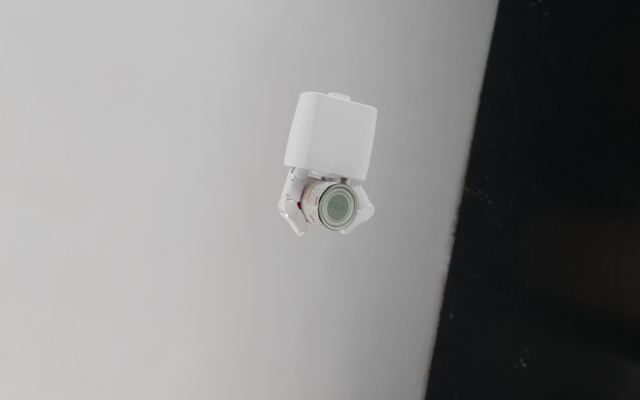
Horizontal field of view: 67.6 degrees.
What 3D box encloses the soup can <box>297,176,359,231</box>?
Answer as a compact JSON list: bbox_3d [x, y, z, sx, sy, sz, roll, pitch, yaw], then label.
[{"bbox_3d":[0.000,0.003,0.690,0.068,0.068,0.102,0,8,-31],"label":"soup can"}]
